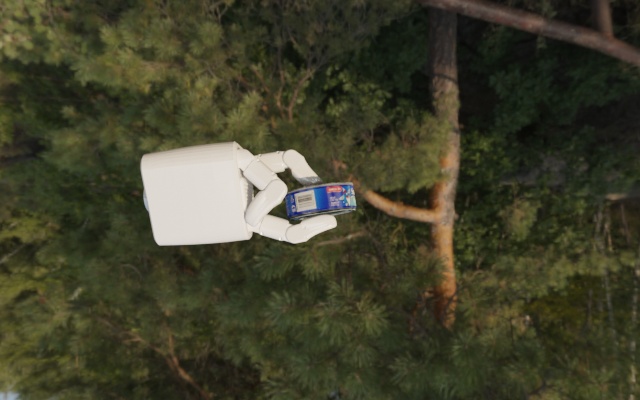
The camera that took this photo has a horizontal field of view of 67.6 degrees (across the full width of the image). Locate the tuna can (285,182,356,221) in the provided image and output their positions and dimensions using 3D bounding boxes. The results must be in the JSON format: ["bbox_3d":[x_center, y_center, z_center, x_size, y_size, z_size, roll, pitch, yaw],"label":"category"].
[{"bbox_3d":[0.000,0.002,0.583,0.086,0.033,0.086,-9,-6,-1],"label":"tuna can"}]
